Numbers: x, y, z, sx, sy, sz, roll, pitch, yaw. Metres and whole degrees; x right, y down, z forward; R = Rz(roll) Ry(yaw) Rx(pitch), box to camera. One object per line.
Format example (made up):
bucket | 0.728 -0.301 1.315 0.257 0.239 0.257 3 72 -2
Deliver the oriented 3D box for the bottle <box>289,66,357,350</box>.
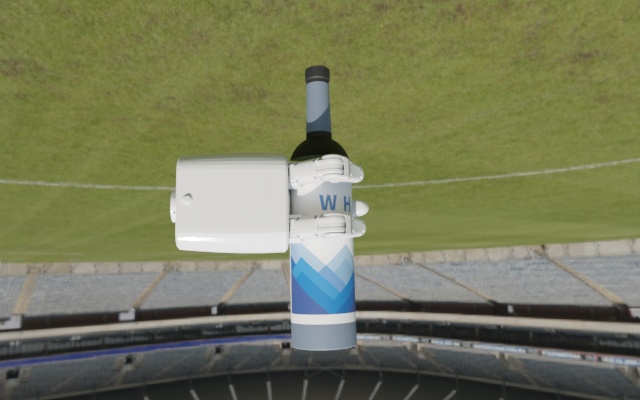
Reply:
bottle | 0.000 0.002 0.507 0.069 0.295 0.069 -1 -8 0
